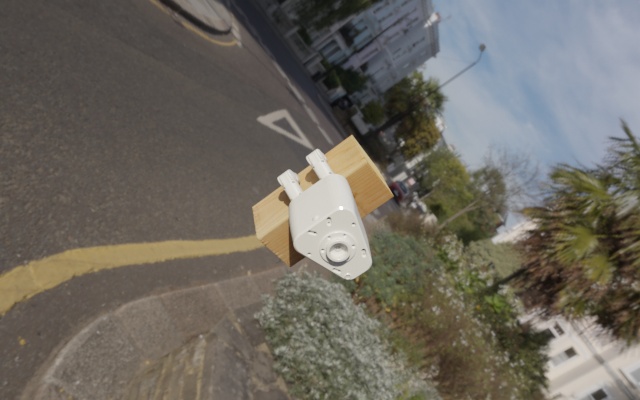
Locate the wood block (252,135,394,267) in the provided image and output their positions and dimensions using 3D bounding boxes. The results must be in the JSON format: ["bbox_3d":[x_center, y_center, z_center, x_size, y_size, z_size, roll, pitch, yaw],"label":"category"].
[{"bbox_3d":[0.000,0.003,0.775,0.206,0.091,0.090,-35,35,11],"label":"wood block"}]
